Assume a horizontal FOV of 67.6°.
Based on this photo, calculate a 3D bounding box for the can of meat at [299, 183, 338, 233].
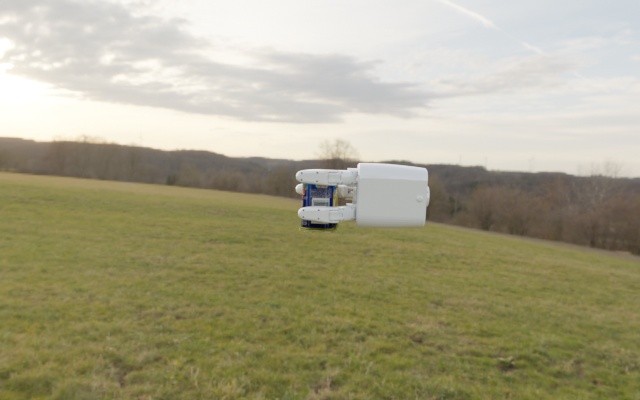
[{"bbox_3d":[0.000,0.002,0.761,0.057,0.084,0.102,3,6,5],"label":"can of meat"}]
